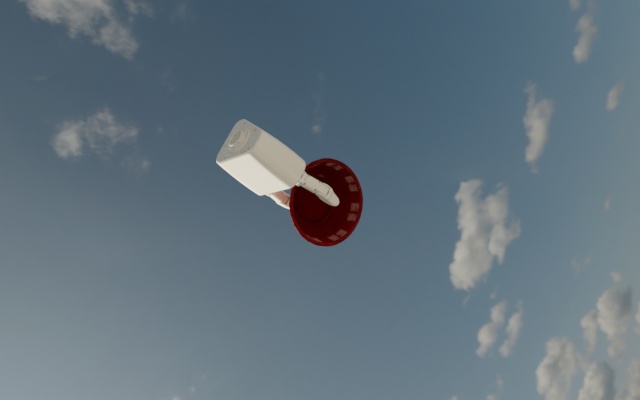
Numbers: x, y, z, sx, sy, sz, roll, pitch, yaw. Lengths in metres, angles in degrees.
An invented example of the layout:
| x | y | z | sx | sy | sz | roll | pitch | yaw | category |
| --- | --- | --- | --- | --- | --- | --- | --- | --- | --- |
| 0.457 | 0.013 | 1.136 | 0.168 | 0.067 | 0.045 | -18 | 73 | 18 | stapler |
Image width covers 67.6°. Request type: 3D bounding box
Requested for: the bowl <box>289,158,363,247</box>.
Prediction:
| x | y | z | sx | sy | sz | roll | pitch | yaw | category |
| --- | --- | --- | --- | --- | --- | --- | --- | --- | --- |
| 0.001 | 0.004 | 0.892 | 0.162 | 0.162 | 0.055 | 0 | 2 | -33 | bowl |
